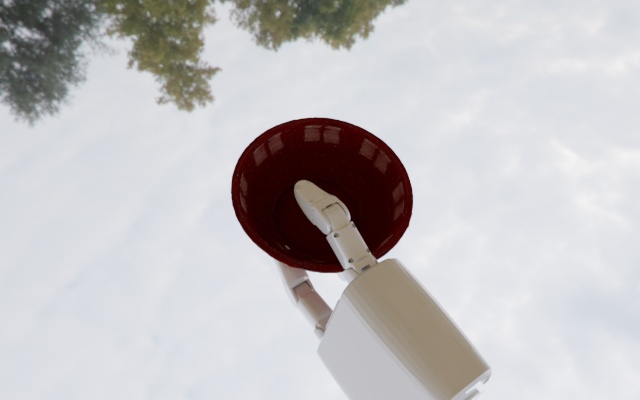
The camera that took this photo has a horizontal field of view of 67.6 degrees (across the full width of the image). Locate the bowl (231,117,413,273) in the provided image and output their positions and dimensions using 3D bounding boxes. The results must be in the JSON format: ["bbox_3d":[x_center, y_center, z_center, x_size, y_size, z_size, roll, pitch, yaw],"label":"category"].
[{"bbox_3d":[0.000,0.001,0.442,0.162,0.162,0.055,0,-31,-8],"label":"bowl"}]
